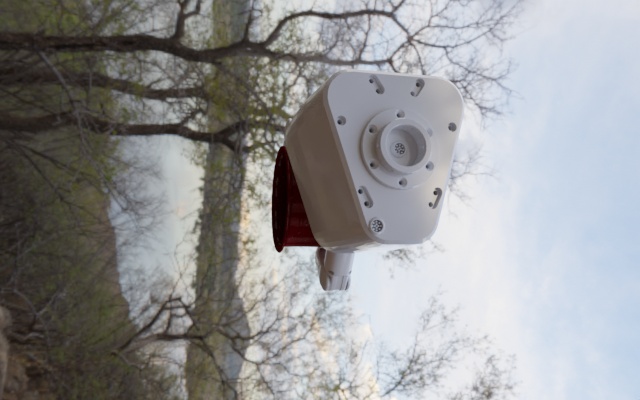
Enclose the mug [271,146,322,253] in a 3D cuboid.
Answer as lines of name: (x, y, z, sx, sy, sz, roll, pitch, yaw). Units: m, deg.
mug: (0.000, 0.002, 0.437, 0.081, 0.093, 0.117, 2, -6, -14)
